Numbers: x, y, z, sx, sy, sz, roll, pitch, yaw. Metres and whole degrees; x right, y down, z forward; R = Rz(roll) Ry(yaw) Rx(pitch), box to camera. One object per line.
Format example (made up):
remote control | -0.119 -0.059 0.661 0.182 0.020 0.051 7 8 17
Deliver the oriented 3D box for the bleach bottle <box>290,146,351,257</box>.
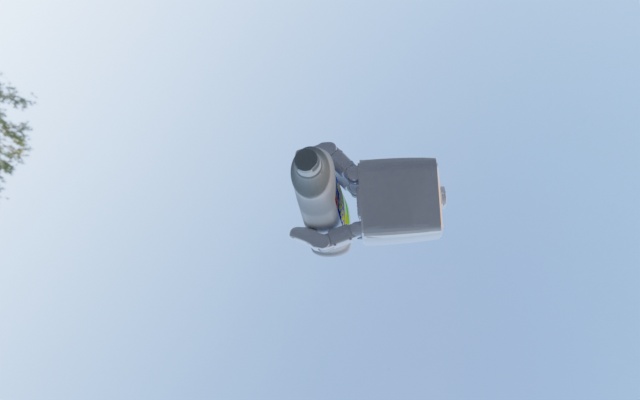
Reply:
bleach bottle | 0.000 0.002 0.664 0.068 0.102 0.251 -4 -20 7
